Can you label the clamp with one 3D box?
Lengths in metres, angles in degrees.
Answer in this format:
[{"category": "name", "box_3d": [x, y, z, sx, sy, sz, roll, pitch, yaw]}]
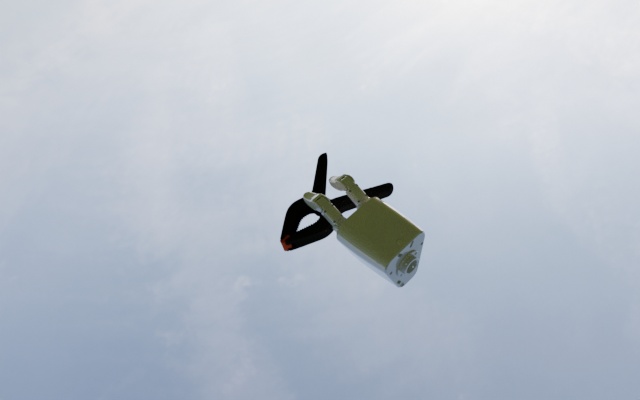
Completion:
[{"category": "clamp", "box_3d": [0.000, 0.004, 0.833, 0.210, 0.036, 0.164, -40, 51, -19]}]
